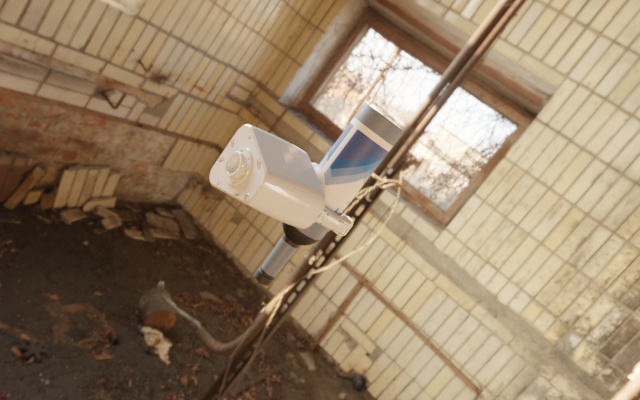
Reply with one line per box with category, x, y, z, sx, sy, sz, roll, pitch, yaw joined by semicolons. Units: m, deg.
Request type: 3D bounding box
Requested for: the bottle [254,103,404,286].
bottle;0.000;0.002;0.677;0.069;0.296;0.069;35;12;-8
